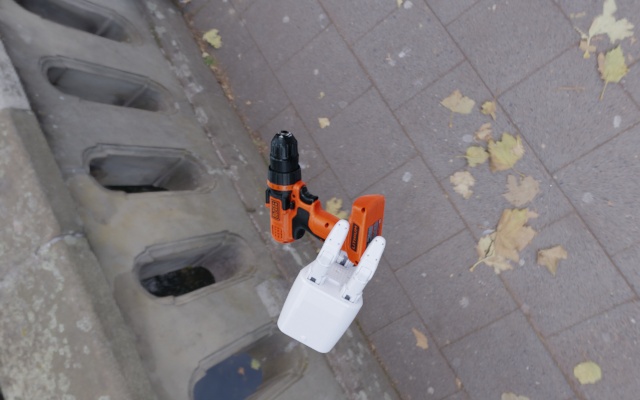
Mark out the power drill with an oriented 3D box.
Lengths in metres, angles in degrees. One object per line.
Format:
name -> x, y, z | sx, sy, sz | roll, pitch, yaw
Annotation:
power drill -> 0.000, 0.003, 0.696 | 0.187, 0.184, 0.057 | 22, 37, 32
